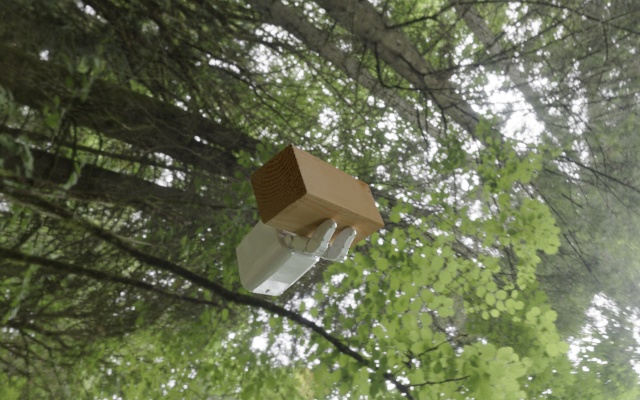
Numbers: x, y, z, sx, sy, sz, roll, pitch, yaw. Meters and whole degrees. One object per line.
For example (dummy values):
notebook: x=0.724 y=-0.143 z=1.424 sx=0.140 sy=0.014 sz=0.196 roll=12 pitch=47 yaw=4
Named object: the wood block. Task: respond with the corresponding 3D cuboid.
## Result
wood block: x=0.000 y=0.002 z=0.757 sx=0.090 sy=0.090 sz=0.206 roll=-35 pitch=-34 yaw=24
